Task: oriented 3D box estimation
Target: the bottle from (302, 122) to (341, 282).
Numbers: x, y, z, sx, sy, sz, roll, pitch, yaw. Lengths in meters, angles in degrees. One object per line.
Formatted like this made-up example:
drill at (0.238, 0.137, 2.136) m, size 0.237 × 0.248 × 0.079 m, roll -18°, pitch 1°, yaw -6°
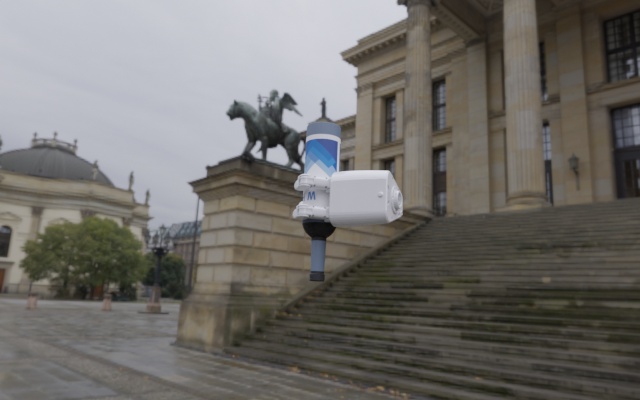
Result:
bottle at (0.000, 0.003, 0.899) m, size 0.069 × 0.295 × 0.069 m, roll 3°, pitch -11°, yaw 1°
